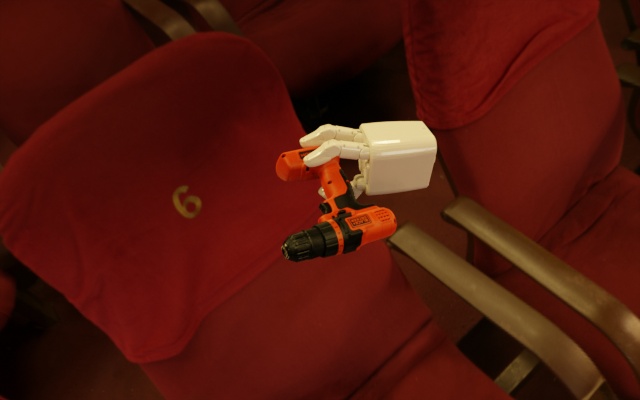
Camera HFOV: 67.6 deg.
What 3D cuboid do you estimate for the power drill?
[{"bbox_3d":[0.000,0.002,0.737,0.184,0.187,0.057,-13,-35,-26],"label":"power drill"}]
